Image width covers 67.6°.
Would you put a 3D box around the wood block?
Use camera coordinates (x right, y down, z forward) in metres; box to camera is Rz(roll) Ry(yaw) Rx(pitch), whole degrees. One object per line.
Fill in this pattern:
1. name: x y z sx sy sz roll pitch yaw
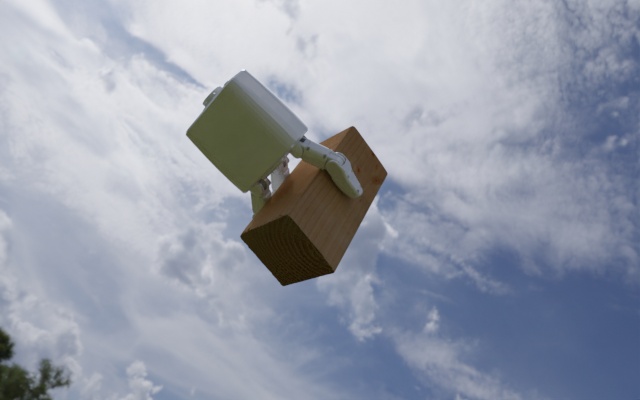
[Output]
1. wood block: 0.000 0.002 0.621 0.091 0.090 0.206 -23 23 40
